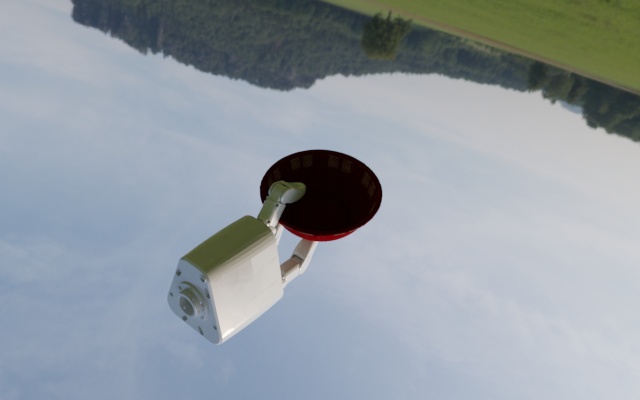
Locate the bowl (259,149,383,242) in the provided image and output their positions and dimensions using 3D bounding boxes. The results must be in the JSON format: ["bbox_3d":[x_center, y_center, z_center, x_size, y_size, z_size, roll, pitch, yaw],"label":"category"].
[{"bbox_3d":[0.001,0.002,0.647,0.162,0.162,0.055,0,-44,-3],"label":"bowl"}]
